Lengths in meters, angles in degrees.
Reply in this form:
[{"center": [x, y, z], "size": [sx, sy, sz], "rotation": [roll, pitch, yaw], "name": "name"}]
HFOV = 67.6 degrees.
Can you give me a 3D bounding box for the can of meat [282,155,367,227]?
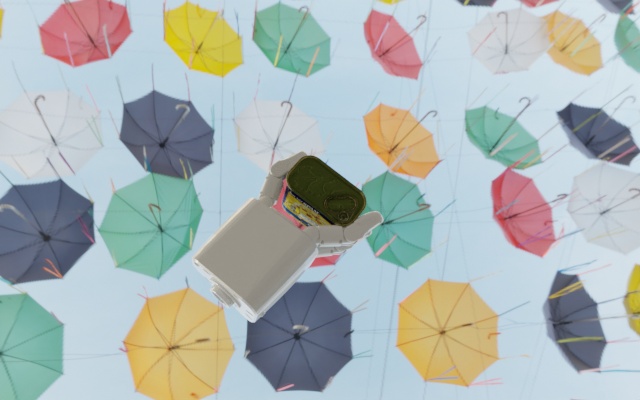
[{"center": [0.000, 0.002, 0.623], "size": [0.102, 0.057, 0.084], "rotation": [37, -24, 5], "name": "can of meat"}]
